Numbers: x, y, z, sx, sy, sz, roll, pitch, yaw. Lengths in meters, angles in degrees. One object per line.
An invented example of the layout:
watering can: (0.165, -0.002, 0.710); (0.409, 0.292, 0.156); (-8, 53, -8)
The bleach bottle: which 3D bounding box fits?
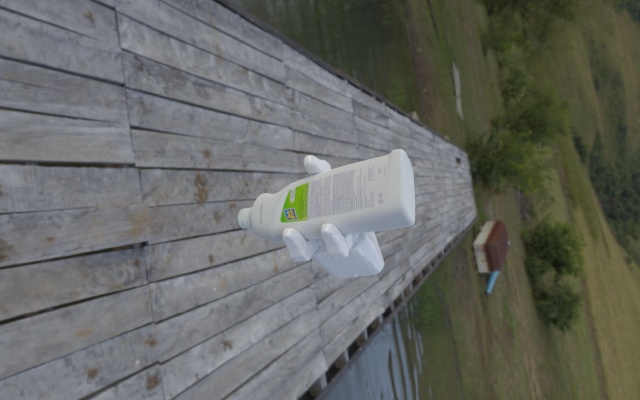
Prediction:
bleach bottle: (0.000, 0.002, 0.662); (0.251, 0.102, 0.068); (-9, -31, 23)
